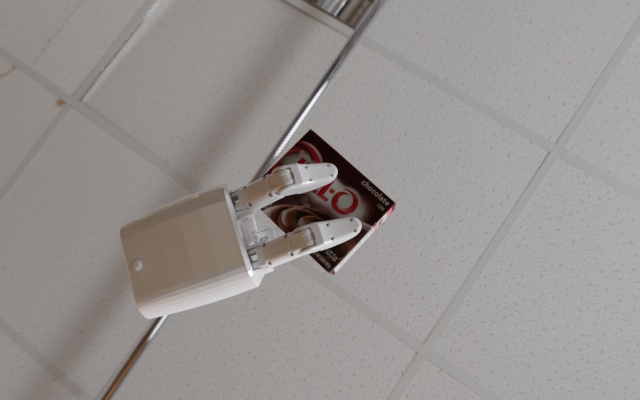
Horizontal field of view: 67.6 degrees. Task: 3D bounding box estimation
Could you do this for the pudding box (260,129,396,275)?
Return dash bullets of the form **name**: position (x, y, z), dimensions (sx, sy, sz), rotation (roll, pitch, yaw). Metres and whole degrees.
- **pudding box**: position (0.000, 0.002, 0.456), dimensions (0.113, 0.090, 0.039), rotation (42, -7, 11)
